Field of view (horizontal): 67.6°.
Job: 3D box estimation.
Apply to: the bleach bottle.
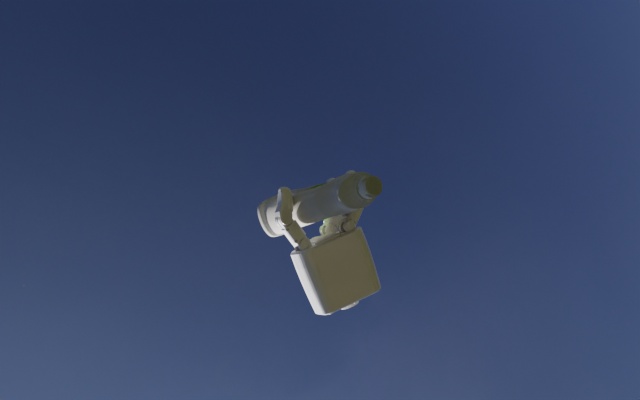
[{"bbox_3d":[0.000,0.002,0.739,0.102,0.068,0.251,-24,4,-33],"label":"bleach bottle"}]
